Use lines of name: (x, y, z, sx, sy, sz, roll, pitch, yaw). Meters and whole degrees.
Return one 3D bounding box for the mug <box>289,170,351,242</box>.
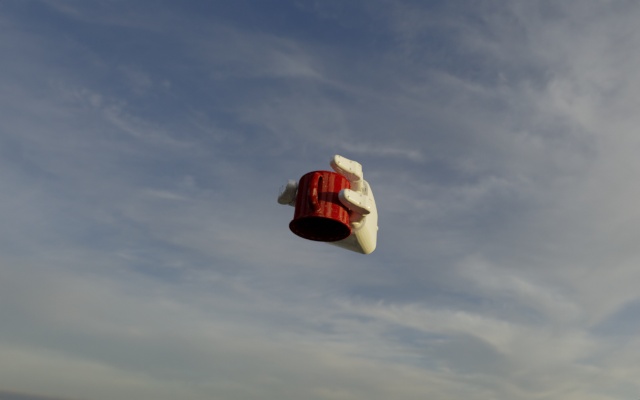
mug: (0.000, 0.001, 0.710, 0.093, 0.081, 0.117, -2, -28, 15)
